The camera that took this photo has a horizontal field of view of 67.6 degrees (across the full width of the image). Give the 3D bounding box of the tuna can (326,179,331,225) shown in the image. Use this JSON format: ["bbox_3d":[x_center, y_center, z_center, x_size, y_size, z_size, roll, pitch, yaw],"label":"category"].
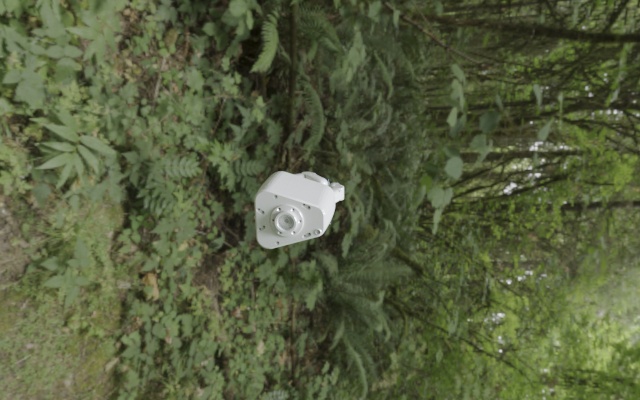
[{"bbox_3d":[0.001,0.003,0.869,0.034,0.086,0.086,-2,0,5],"label":"tuna can"}]
